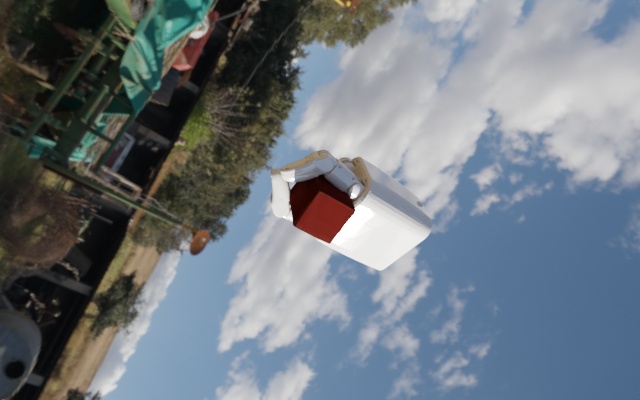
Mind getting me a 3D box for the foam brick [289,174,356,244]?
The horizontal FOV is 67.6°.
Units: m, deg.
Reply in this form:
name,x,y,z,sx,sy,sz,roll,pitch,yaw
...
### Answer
name,x,y,z,sx,sy,sz,roll,pitch,yaw
foam brick,0.000,0.002,0.549,0.051,0.053,0.078,30,21,-22
